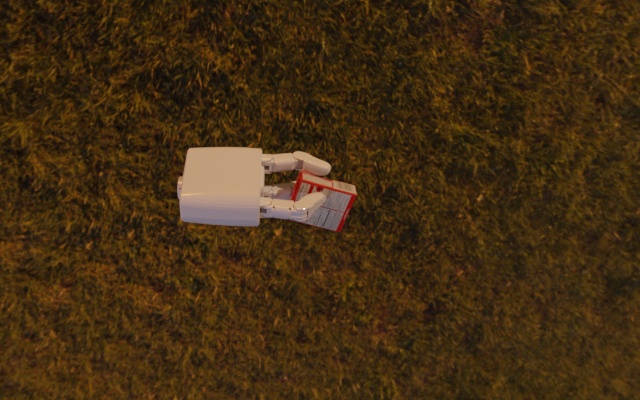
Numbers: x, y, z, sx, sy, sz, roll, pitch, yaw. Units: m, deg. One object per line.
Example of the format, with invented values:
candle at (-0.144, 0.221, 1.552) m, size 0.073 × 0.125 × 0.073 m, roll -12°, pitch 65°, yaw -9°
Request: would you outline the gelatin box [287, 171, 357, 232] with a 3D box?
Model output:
gelatin box at (0.000, 0.003, 0.711) m, size 0.089 × 0.073 × 0.030 m, roll 15°, pitch 32°, yaw -11°
